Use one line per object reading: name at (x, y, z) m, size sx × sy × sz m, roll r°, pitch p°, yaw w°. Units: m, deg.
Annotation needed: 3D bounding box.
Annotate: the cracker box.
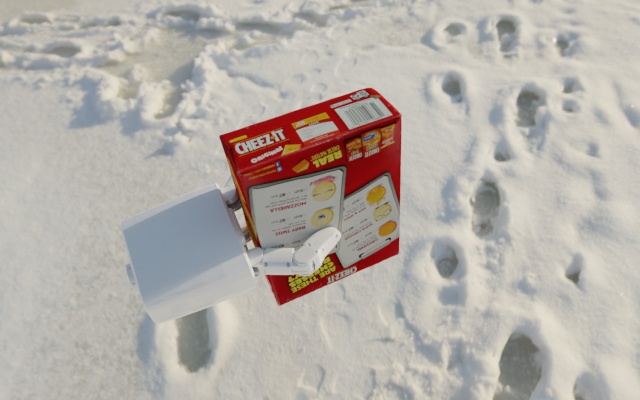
cracker box at (0.000, 0.002, 0.518) m, size 0.164 × 0.214 × 0.072 m, roll -21°, pitch 47°, yaw -12°
